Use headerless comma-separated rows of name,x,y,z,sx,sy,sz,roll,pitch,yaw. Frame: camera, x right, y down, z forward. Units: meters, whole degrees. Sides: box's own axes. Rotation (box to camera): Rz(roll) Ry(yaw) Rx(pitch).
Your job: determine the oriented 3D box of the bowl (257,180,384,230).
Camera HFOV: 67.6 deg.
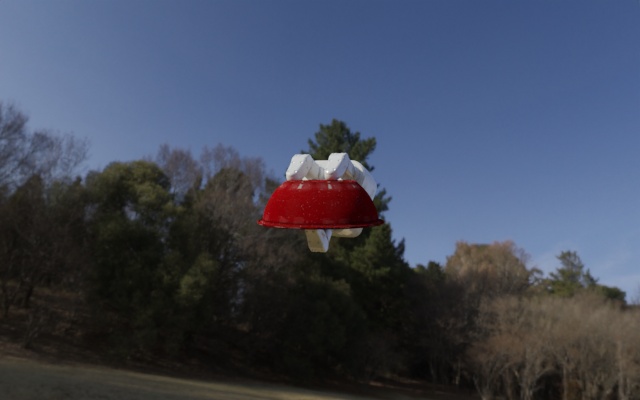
bowl,0.000,0.002,0.607,0.162,0.055,0.162,0,3,0
